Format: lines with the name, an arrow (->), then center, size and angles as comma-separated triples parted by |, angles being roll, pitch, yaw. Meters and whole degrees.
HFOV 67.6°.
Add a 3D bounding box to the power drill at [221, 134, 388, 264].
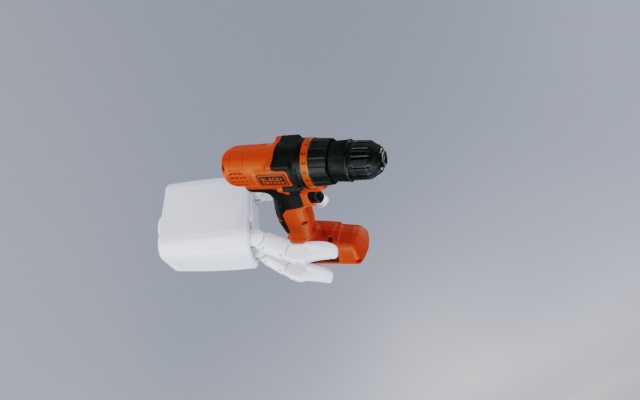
power drill -> 0.000, 0.002, 0.553 | 0.184, 0.057, 0.188 | 1, -40, 23
